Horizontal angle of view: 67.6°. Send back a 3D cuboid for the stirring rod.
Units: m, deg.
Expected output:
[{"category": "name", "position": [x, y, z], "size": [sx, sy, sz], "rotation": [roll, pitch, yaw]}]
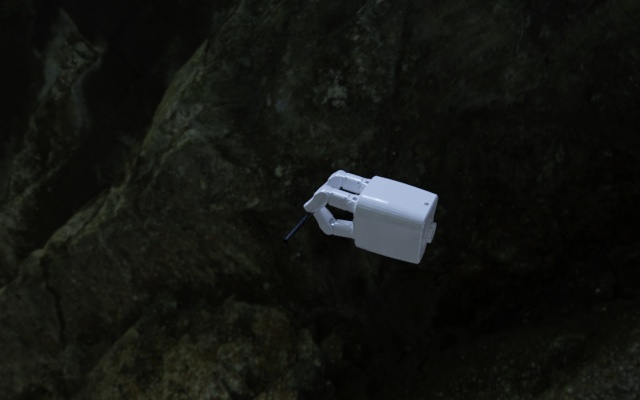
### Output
[{"category": "stirring rod", "position": [0.000, 0.003, 0.797], "size": [0.011, 0.011, 0.239], "rotation": [0, 29, 29]}]
